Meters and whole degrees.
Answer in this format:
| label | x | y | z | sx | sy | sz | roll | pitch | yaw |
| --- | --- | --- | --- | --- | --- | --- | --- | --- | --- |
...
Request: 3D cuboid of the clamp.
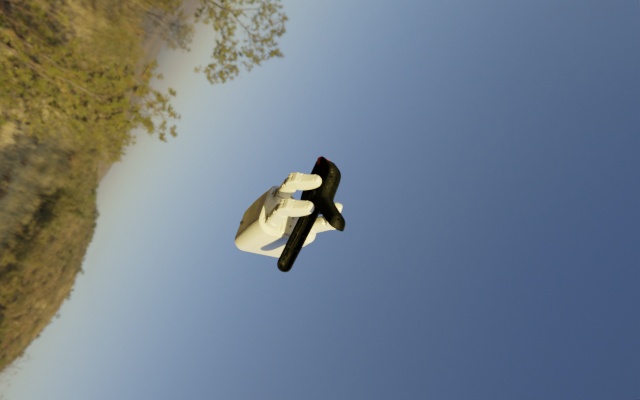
| label | x | y | z | sx | sy | sz | roll | pitch | yaw |
| --- | --- | --- | --- | --- | --- | --- | --- | --- | --- |
| clamp | 0.001 | 0.003 | 0.776 | 0.036 | 0.209 | 0.165 | 31 | -38 | -21 |
